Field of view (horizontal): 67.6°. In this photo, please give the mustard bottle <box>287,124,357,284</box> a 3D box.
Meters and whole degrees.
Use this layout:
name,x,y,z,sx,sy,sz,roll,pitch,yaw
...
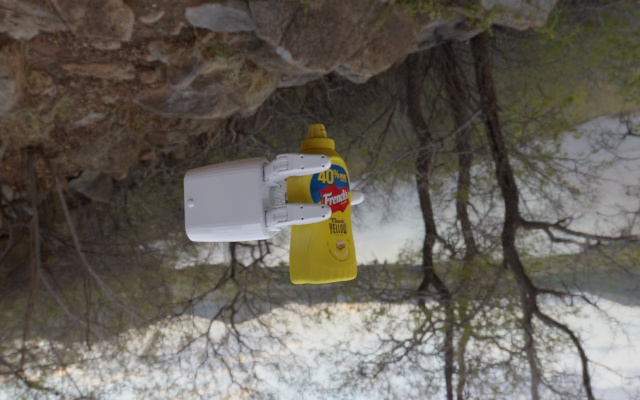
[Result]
name,x,y,z,sx,sy,sz,roll,pitch,yaw
mustard bottle,0.000,0.002,0.579,0.058,0.191,0.096,-9,-9,40
